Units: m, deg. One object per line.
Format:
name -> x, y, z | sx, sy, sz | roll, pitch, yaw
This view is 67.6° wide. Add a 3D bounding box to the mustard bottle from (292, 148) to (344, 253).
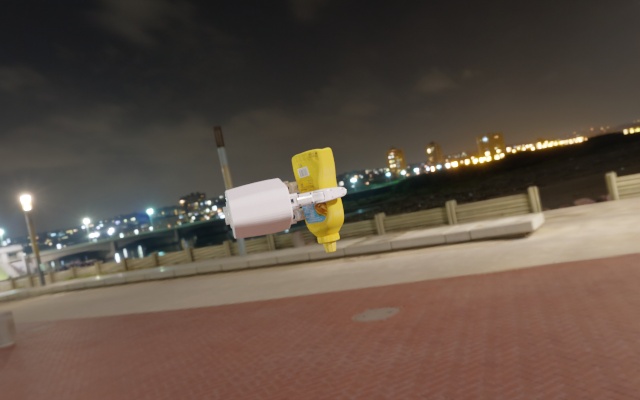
mustard bottle -> 0.000, 0.003, 0.896 | 0.058, 0.191, 0.096 | -12, 1, -37
